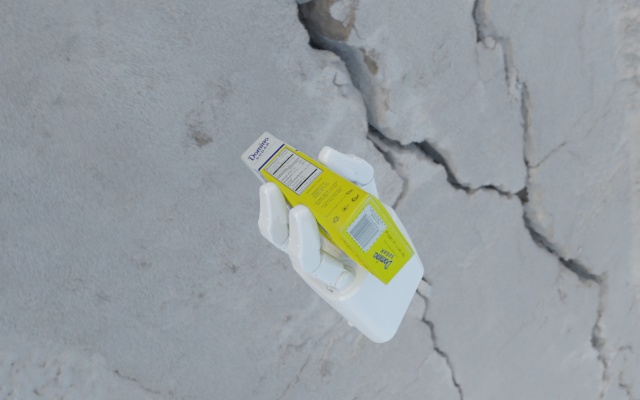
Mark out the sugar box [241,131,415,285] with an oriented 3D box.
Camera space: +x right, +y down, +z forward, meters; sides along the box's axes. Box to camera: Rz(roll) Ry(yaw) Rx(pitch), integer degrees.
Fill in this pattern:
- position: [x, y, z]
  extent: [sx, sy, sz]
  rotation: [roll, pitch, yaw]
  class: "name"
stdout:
- position: [0.000, 0.002, 0.452]
  extent: [0.176, 0.048, 0.093]
  rotation: [31, -15, 48]
  class: "sugar box"
